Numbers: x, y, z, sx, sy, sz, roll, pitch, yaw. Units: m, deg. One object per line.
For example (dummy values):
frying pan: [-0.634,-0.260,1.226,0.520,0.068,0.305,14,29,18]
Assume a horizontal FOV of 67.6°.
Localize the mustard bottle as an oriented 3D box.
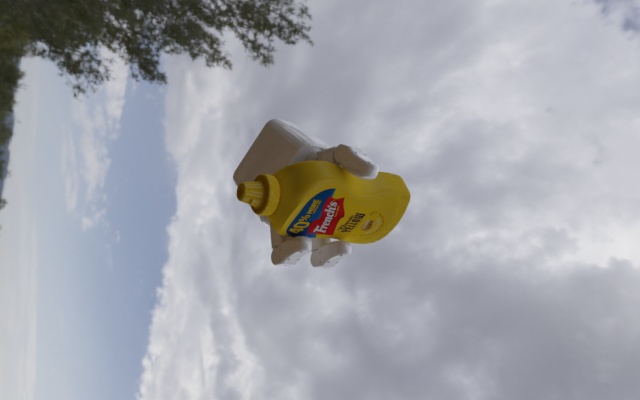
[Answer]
mustard bottle: [0.000,0.002,0.512,0.191,0.058,0.096,8,-44,-35]
